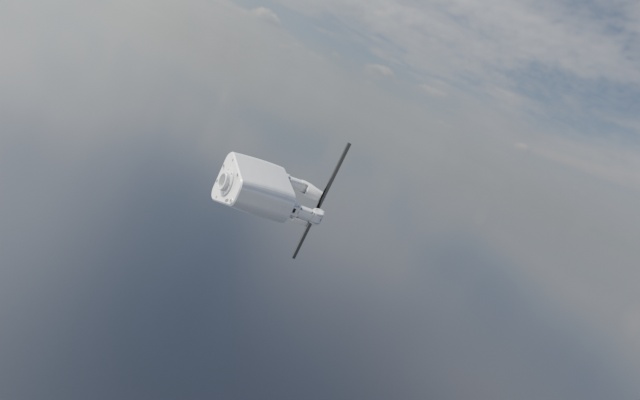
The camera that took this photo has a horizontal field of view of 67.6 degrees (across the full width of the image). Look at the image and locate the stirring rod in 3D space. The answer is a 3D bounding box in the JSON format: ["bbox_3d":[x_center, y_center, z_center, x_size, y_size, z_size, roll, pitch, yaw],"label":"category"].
[{"bbox_3d":[0.000,0.003,0.882,0.011,0.239,0.011,25,11,-5],"label":"stirring rod"}]
